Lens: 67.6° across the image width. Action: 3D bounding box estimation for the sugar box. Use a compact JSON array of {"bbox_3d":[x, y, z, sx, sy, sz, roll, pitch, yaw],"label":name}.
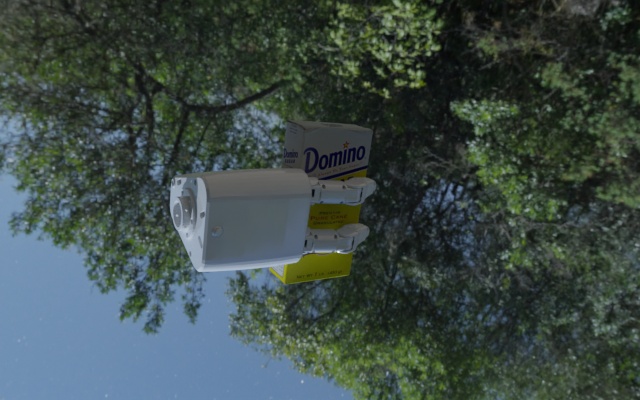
[{"bbox_3d":[0.000,0.002,0.538,0.093,0.176,0.048,-3,21,-34],"label":"sugar box"}]
